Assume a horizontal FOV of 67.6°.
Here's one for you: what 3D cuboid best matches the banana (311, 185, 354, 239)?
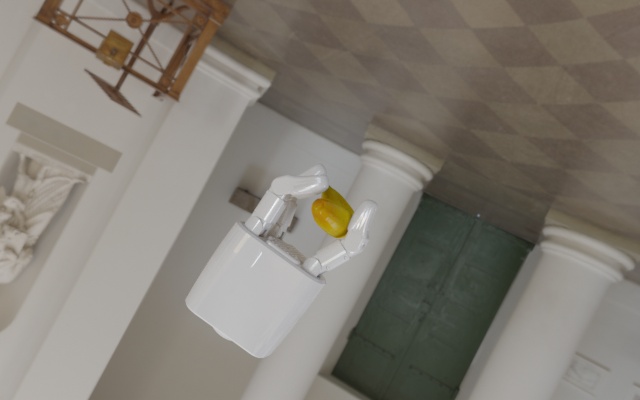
[{"bbox_3d":[0.014,0.014,0.563,0.069,0.037,0.197,43,6,-7],"label":"banana"}]
